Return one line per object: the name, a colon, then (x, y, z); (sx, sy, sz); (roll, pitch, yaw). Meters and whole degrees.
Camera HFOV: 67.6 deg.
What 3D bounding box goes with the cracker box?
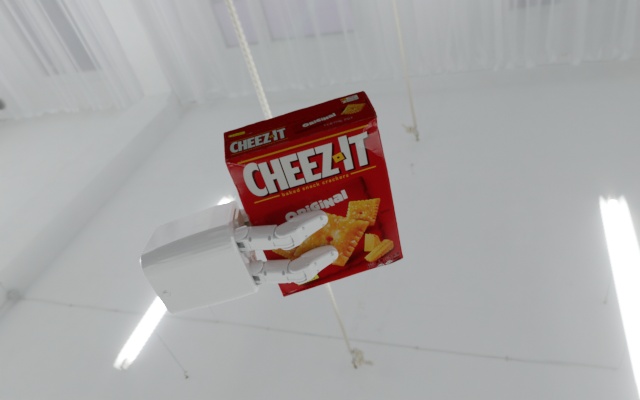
cracker box: (0.000, 0.002, 0.561); (0.164, 0.214, 0.072); (-17, 38, 0)
